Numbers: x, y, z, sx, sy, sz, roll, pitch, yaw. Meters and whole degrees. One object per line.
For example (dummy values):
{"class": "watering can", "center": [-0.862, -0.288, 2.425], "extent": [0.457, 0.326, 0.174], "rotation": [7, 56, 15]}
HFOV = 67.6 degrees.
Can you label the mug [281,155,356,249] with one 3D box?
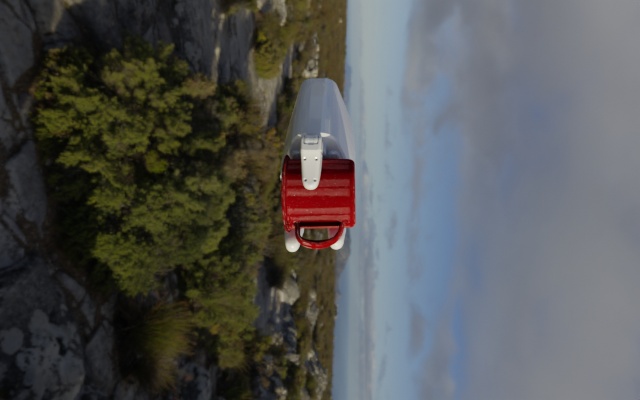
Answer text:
{"class": "mug", "center": [0.000, 0.003, 0.558], "extent": [0.081, 0.117, 0.093], "rotation": [-1, -34, 4]}
